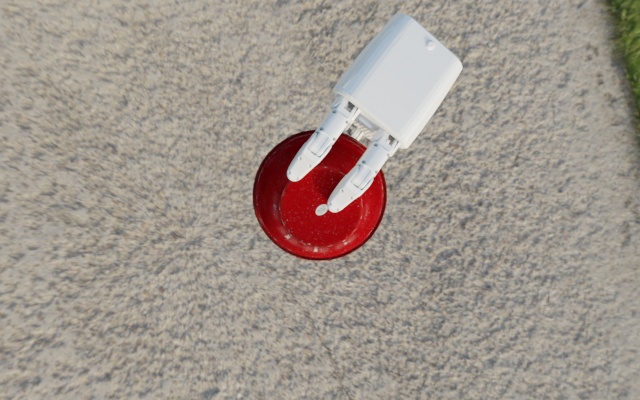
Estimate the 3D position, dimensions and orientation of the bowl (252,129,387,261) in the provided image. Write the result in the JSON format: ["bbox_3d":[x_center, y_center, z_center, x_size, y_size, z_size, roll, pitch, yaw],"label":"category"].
[{"bbox_3d":[0.000,0.003,0.547,0.162,0.162,0.055,0,14,-2],"label":"bowl"}]
